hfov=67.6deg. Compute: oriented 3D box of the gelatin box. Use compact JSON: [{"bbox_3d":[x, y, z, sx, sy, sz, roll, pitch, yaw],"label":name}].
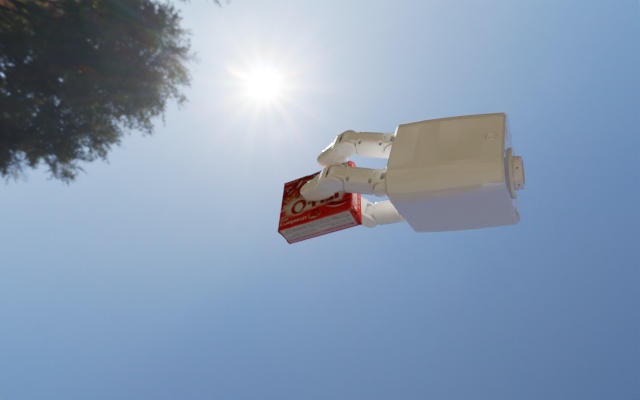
[{"bbox_3d":[0.000,0.002,0.522,0.089,0.073,0.030,-18,-47,21],"label":"gelatin box"}]
